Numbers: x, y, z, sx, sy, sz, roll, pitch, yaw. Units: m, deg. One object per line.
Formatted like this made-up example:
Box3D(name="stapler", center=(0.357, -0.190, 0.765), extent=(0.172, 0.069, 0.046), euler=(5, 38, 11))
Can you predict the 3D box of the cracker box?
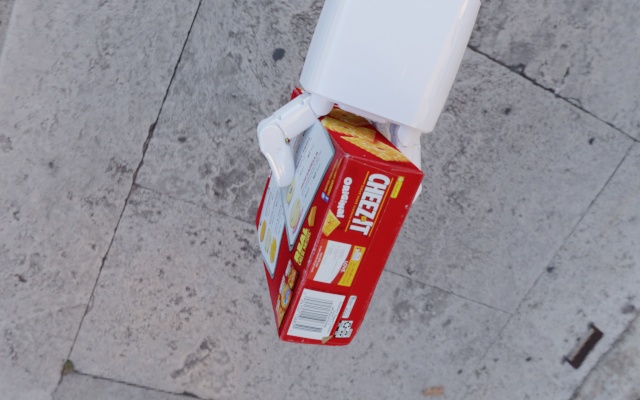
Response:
Box3D(name="cracker box", center=(0.000, 0.002, 0.448), extent=(0.072, 0.164, 0.213), euler=(12, 22, -18))
